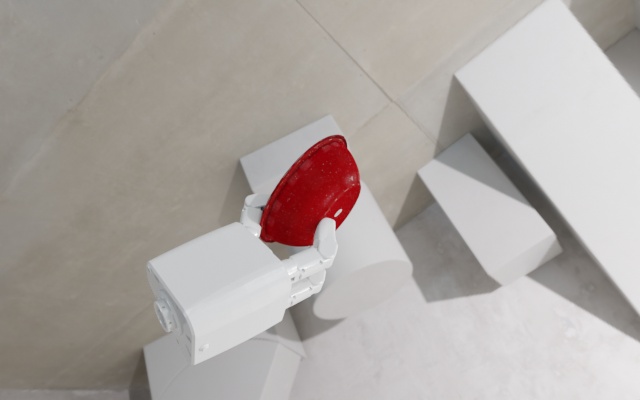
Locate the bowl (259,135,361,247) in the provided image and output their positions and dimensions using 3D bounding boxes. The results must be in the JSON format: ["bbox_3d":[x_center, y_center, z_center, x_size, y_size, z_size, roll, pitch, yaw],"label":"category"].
[{"bbox_3d":[0.001,0.001,0.582,0.055,0.162,0.162,37,13,17],"label":"bowl"}]
